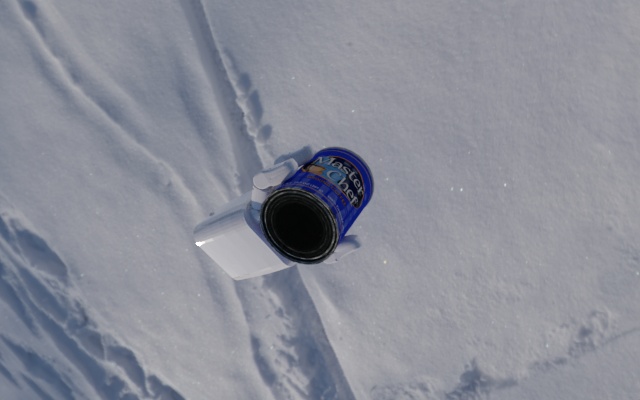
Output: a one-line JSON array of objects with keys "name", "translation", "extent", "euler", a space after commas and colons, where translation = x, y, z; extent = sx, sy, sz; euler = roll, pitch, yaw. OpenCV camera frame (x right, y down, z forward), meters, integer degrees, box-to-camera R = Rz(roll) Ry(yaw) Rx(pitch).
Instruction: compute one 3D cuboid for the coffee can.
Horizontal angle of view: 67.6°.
[{"name": "coffee can", "translation": [0.000, 0.002, 0.613], "extent": [0.103, 0.103, 0.140], "euler": [0, 25, 25]}]
